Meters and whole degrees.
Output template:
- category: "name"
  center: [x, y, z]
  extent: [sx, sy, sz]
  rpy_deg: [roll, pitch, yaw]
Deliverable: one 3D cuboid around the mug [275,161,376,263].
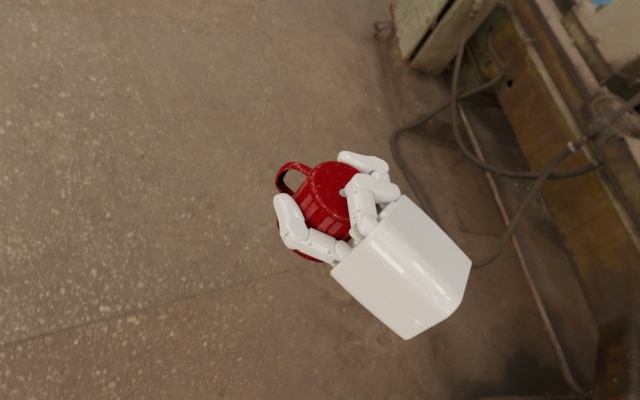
- category: "mug"
  center: [-0.001, 0.001, 0.532]
  extent: [0.093, 0.117, 0.081]
  rpy_deg: [-45, -4, -43]
